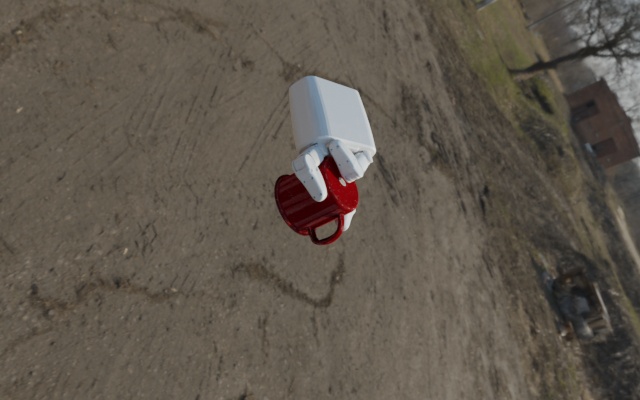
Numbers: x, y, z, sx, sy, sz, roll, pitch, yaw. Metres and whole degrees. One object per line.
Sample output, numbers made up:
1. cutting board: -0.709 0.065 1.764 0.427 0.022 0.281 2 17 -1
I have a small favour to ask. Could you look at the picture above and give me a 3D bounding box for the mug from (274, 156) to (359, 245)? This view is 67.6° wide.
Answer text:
1. mug: 0.000 0.003 0.644 0.081 0.117 0.093 -26 -26 29
